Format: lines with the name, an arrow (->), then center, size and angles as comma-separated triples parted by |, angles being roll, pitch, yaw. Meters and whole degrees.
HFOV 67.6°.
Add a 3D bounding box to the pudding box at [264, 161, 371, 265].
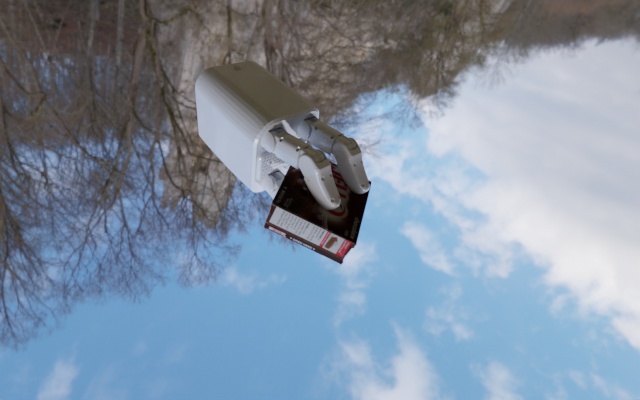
pudding box -> 0.000, 0.002, 0.498 | 0.090, 0.039, 0.113 | 25, 40, -4
